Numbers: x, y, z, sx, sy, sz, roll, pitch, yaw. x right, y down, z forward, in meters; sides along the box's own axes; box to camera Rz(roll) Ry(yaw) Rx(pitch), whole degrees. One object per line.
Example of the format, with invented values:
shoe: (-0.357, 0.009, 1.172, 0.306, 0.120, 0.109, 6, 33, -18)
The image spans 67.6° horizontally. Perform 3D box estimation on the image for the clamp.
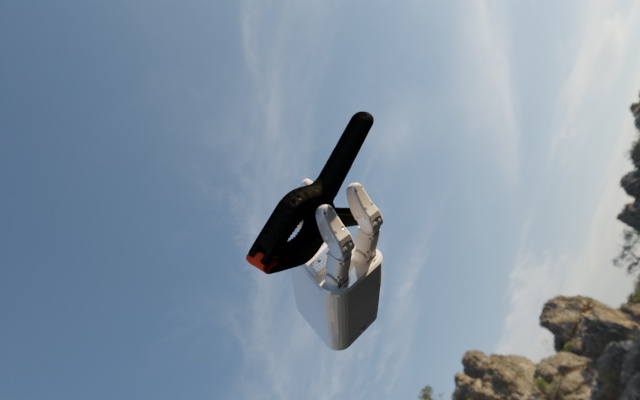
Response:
clamp: (-0.001, 0.002, 0.540, 0.036, 0.165, 0.210, 24, 42, 33)
